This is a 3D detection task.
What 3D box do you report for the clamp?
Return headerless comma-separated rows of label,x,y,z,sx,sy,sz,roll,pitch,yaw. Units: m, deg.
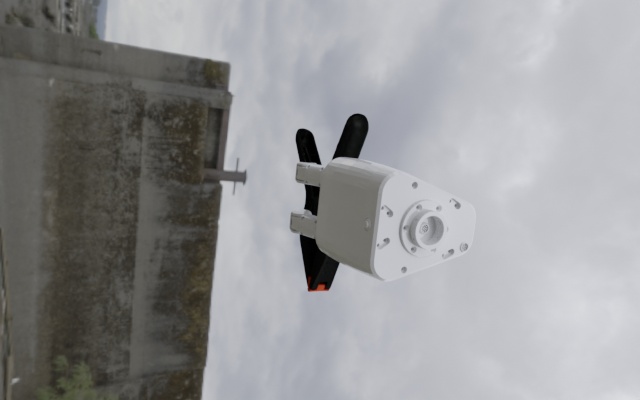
clamp,0.001,0.002,0.576,0.036,0.210,0.164,3,8,-24
